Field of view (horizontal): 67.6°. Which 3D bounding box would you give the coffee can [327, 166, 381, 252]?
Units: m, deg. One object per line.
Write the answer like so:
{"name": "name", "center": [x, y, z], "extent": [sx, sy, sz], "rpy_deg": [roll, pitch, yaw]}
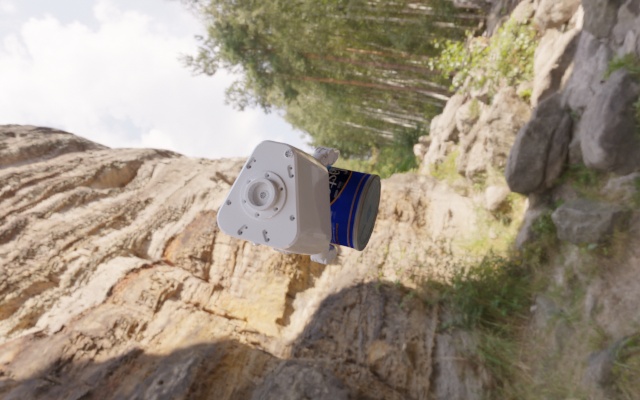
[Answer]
{"name": "coffee can", "center": [0.000, 0.002, 0.642], "extent": [0.140, 0.103, 0.103], "rpy_deg": [13, 4, 18]}
